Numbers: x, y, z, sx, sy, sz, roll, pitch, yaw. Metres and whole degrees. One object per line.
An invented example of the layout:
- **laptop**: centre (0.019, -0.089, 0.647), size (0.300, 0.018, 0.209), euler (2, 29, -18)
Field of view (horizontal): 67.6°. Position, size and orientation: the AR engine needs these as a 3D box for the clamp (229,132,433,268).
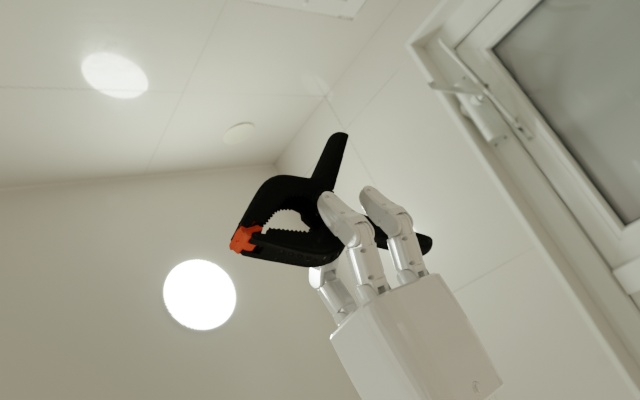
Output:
- **clamp**: centre (-0.001, 0.002, 0.454), size (0.210, 0.164, 0.036), euler (-10, -32, -42)
